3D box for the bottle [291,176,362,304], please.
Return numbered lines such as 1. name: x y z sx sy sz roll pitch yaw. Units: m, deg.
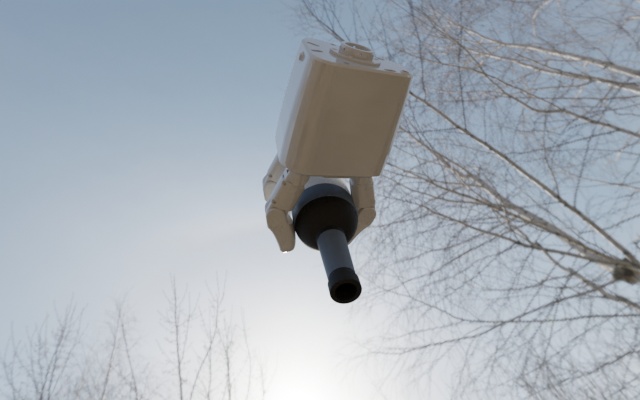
1. bottle: 0.000 0.002 0.519 0.069 0.069 0.295 0 30 -10
